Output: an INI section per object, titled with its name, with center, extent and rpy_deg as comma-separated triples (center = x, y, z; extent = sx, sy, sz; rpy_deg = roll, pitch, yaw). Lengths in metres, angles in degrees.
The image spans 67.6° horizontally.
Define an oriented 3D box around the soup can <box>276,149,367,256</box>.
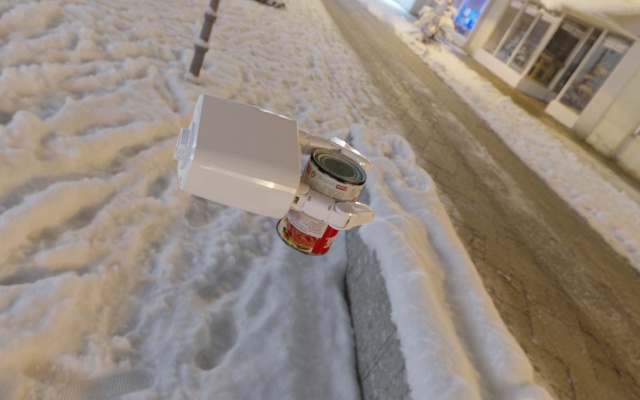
[soup can]
center = 0.001, 0.002, 0.532
extent = 0.068, 0.102, 0.068
rpy_deg = 21, 28, -12
